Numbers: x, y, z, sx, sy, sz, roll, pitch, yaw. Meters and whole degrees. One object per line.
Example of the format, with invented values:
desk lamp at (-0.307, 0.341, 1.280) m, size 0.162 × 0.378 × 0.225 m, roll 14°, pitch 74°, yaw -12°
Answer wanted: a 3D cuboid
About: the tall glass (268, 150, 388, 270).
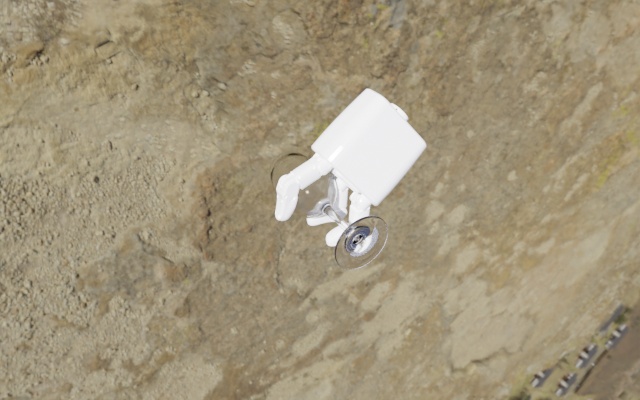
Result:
tall glass at (0.000, 0.002, 0.629) m, size 0.079 × 0.079 × 0.201 m, roll 0°, pitch 29°, yaw -34°
